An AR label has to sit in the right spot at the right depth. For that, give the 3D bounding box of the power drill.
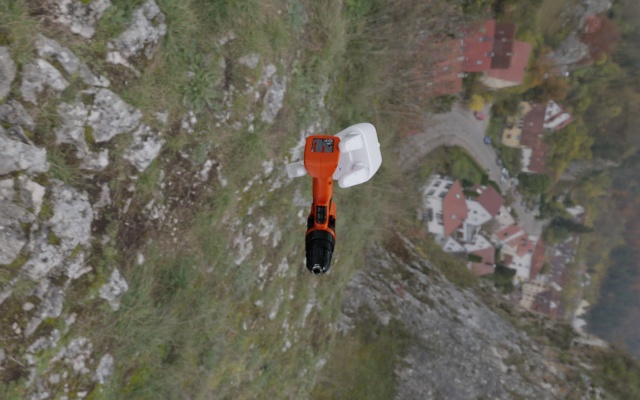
[{"bbox_3d":[0.000,0.002,0.779,0.057,0.188,0.184,2,34,0],"label":"power drill"}]
